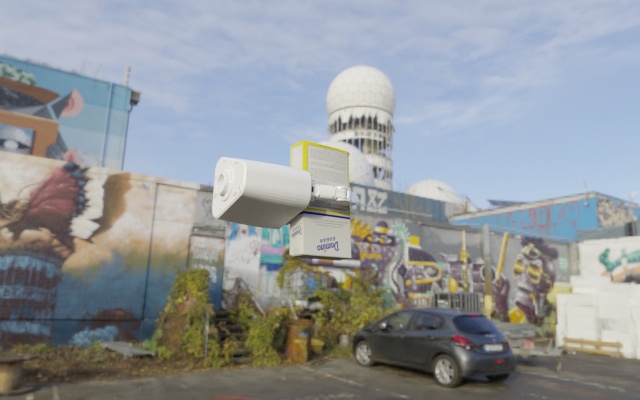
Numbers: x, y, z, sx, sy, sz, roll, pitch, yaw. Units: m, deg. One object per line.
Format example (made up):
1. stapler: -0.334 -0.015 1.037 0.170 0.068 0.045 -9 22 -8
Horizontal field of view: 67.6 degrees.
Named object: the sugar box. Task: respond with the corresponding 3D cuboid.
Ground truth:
1. sugar box: 0.000 0.002 0.743 0.093 0.176 0.048 10 -14 -34
